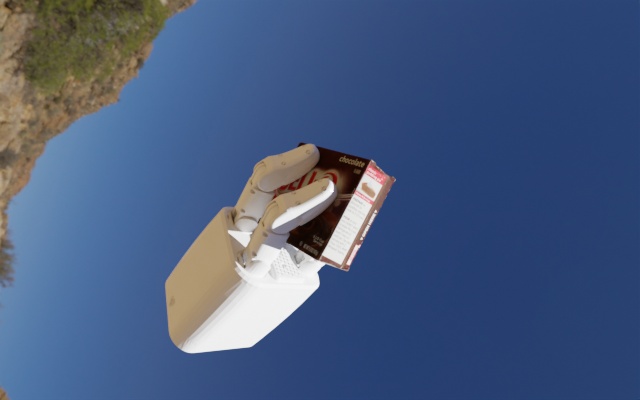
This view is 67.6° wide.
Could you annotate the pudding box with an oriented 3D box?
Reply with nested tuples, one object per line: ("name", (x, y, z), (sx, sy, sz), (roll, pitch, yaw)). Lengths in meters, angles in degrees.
("pudding box", (0.000, 0.001, 0.420), (0.039, 0.090, 0.113), (30, -5, -38))
